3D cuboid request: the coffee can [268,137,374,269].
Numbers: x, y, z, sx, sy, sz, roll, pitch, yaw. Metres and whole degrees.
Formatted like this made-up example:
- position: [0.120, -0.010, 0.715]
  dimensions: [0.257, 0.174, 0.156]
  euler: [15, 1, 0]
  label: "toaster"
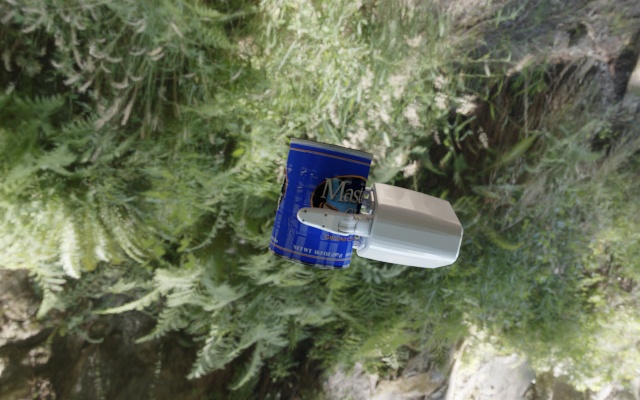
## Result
- position: [0.000, 0.002, 0.584]
  dimensions: [0.103, 0.140, 0.103]
  euler: [12, 4, -1]
  label: "coffee can"
